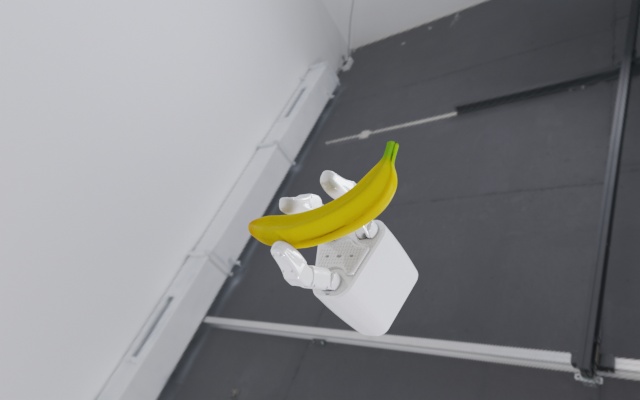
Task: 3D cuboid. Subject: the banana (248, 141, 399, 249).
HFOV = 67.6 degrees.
[{"bbox_3d":[0.004,0.013,0.499,0.198,0.069,0.037,-28,-49,22],"label":"banana"}]
